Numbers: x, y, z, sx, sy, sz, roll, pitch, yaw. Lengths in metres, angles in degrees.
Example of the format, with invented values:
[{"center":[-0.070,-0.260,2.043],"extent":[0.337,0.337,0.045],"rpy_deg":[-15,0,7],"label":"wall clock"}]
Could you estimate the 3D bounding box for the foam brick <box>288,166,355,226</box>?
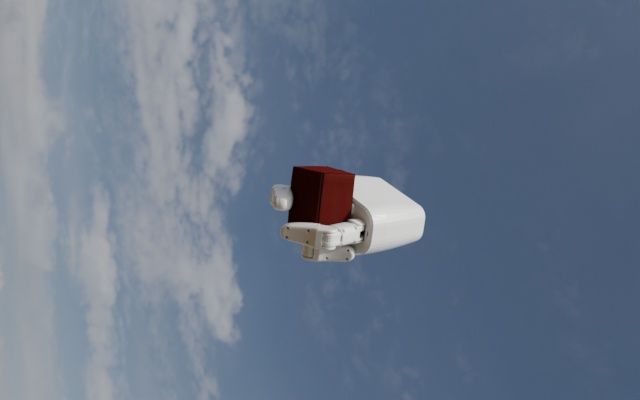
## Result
[{"center":[0.000,0.002,0.541],"extent":[0.051,0.078,0.053],"rpy_deg":[-5,16,-41],"label":"foam brick"}]
